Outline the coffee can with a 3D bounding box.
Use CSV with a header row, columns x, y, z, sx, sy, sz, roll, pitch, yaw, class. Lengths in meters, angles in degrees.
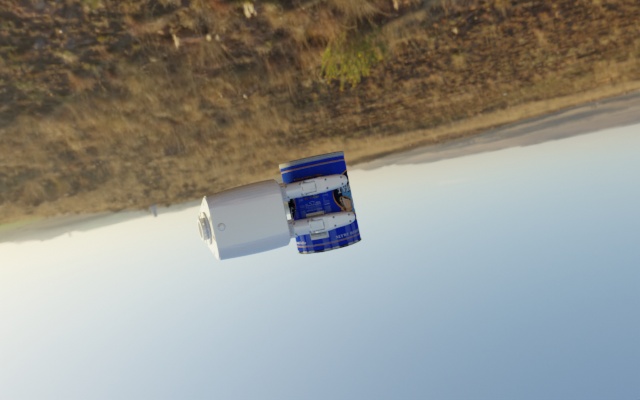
x,y,z,sx,sy,sz,roll,pitch,yaw,class
0.000,0.002,0.741,0.103,0.140,0.103,-12,3,1,coffee can
